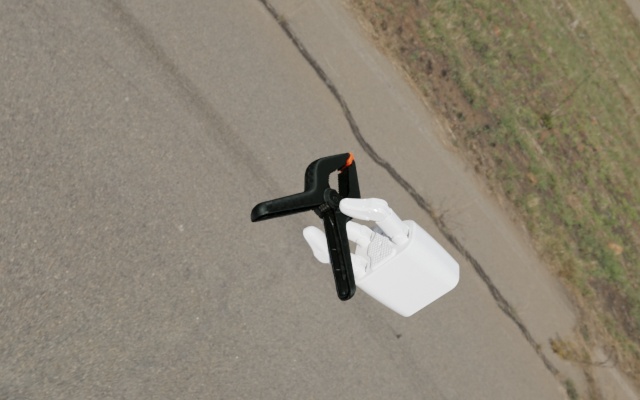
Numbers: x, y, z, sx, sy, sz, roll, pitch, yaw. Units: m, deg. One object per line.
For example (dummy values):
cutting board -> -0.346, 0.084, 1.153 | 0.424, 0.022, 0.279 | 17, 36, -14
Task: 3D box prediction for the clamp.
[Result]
clamp -> 0.001, 0.001, 0.615 | 0.164, 0.209, 0.036 | 40, -46, -25
